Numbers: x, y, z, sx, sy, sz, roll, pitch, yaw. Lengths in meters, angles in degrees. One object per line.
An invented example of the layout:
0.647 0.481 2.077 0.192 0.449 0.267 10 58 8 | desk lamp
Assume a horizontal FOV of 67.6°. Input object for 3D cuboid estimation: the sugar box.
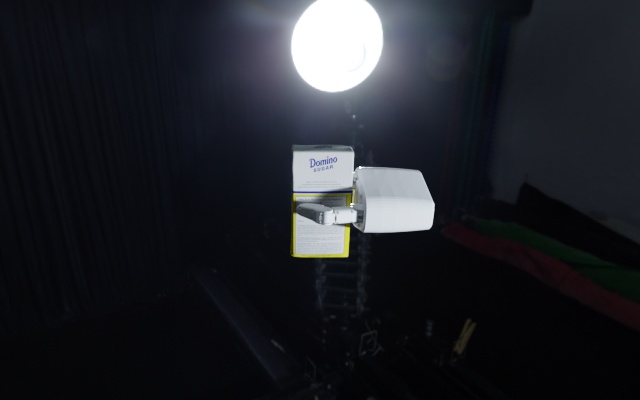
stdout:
0.000 0.002 0.744 0.093 0.176 0.048 0 20 -6 | sugar box
